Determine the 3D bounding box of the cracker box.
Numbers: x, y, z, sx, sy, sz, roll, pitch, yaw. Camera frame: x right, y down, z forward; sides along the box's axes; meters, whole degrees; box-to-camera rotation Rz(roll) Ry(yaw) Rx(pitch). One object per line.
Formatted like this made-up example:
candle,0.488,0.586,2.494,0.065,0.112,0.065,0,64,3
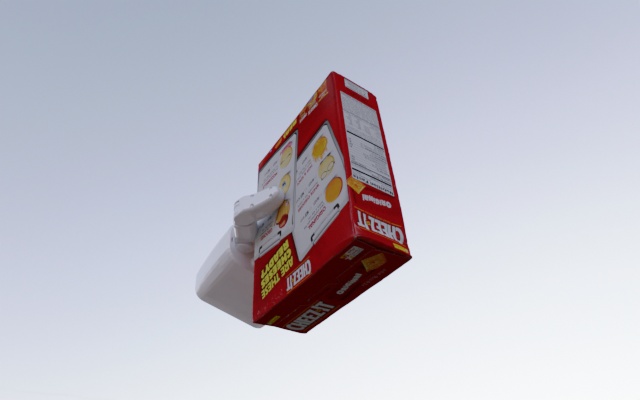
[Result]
cracker box,0.000,0.001,0.487,0.072,0.213,0.164,21,-46,-28
